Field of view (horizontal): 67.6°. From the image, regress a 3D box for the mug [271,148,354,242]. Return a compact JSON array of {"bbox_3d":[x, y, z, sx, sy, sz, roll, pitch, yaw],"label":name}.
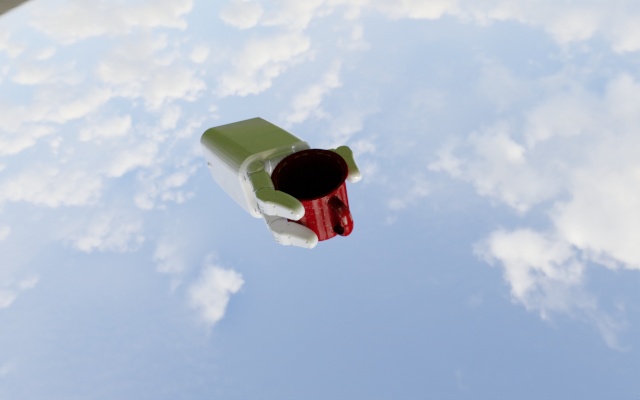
[{"bbox_3d":[0.001,0.003,0.580,0.093,0.082,0.117,-35,49,-22],"label":"mug"}]
